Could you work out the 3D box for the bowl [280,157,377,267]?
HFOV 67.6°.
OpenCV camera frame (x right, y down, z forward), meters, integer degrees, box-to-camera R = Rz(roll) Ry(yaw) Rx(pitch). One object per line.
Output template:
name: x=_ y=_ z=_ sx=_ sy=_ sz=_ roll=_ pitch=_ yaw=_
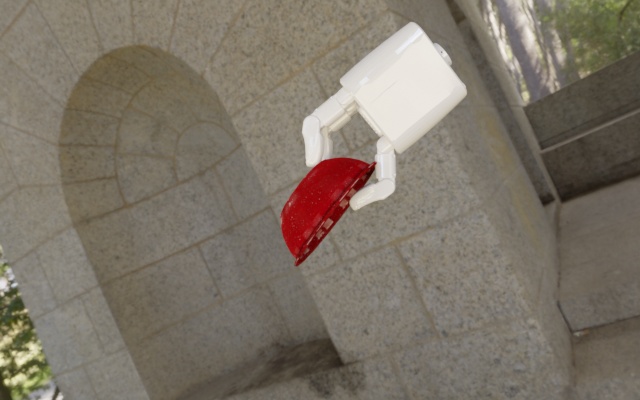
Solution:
bowl: x=-0.001 y=0.003 z=0.588 sx=0.055 sy=0.162 sz=0.162 roll=37 pitch=5 yaw=7
